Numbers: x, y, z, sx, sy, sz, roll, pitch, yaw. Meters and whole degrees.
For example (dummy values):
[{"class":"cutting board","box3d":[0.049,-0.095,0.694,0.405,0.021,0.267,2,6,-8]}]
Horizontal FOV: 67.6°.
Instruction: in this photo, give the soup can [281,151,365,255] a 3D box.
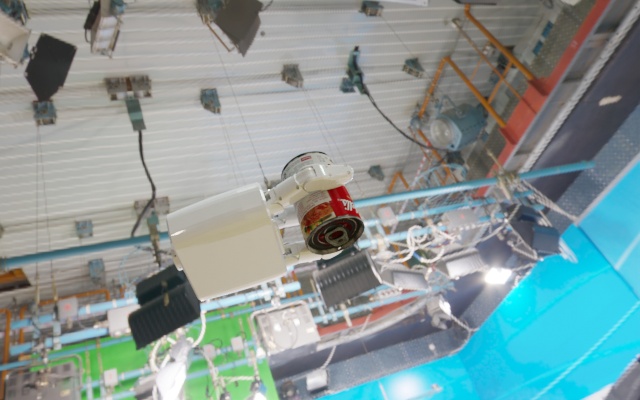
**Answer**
[{"class":"soup can","box3d":[0.000,0.001,0.548,0.068,0.102,0.069,-16,-35,-12]}]
